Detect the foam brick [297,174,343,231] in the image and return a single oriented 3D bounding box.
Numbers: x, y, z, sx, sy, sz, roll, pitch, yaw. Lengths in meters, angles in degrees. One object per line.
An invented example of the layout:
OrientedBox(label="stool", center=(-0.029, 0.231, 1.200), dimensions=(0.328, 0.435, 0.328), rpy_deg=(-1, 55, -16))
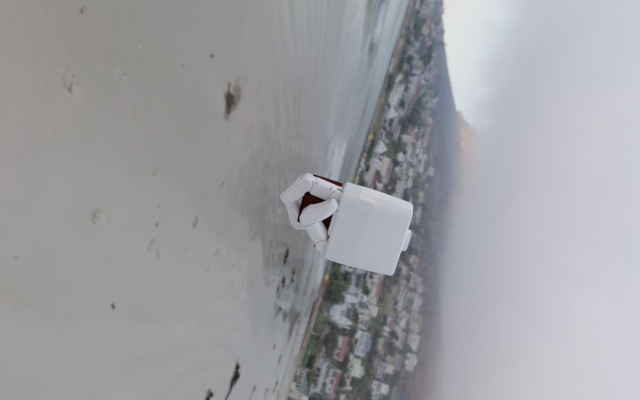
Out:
OrientedBox(label="foam brick", center=(0.000, 0.002, 0.751), dimensions=(0.051, 0.053, 0.078), rpy_deg=(16, 28, 4))
